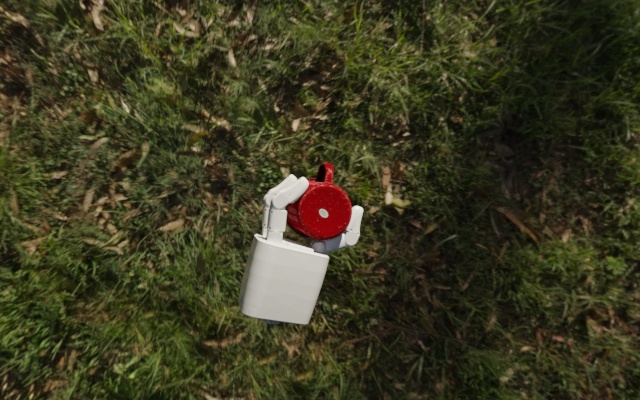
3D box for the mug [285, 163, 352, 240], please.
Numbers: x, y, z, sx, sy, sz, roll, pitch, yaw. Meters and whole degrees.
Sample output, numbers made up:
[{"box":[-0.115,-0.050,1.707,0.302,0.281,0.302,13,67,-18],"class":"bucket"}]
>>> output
[{"box":[0.001,0.001,0.706,0.093,0.117,0.081,14,0,-15],"class":"mug"}]
